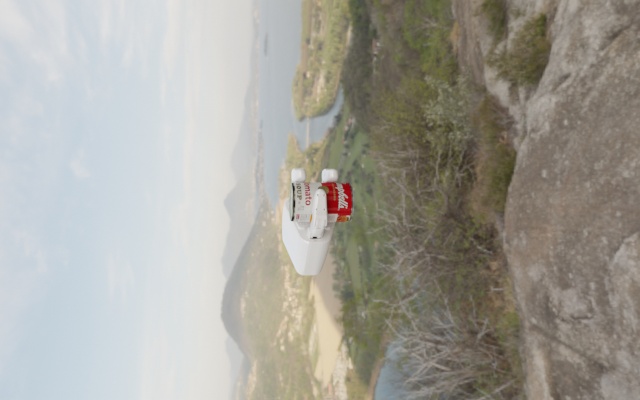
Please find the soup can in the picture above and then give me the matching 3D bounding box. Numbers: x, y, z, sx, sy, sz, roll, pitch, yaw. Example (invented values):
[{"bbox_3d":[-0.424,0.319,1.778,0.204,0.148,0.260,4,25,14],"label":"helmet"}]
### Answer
[{"bbox_3d":[0.000,0.002,0.809,0.102,0.068,0.068,1,0,-9],"label":"soup can"}]
